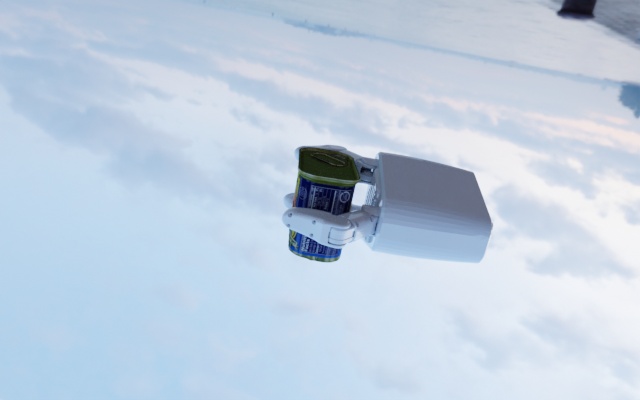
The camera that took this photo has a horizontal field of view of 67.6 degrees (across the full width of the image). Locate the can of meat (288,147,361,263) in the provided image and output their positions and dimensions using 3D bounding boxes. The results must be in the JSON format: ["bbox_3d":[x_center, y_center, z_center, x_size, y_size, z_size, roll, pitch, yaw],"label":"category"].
[{"bbox_3d":[0.000,0.002,0.471,0.057,0.084,0.102,9,20,-5],"label":"can of meat"}]
